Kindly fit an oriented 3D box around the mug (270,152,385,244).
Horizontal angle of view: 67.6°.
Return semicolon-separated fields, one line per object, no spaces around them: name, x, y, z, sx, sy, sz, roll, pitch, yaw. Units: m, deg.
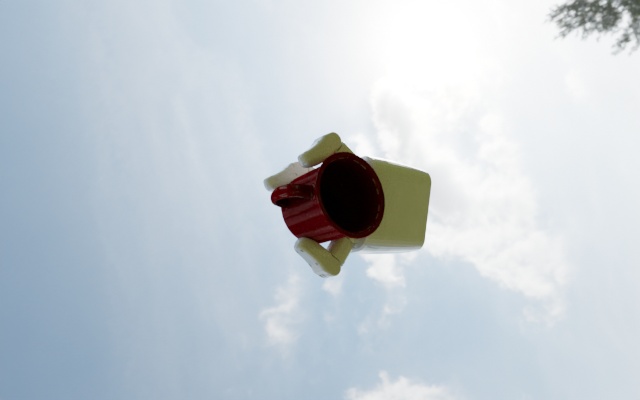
mug;-0.001;0.002;0.519;0.117;0.093;0.081;6;-17;-36
